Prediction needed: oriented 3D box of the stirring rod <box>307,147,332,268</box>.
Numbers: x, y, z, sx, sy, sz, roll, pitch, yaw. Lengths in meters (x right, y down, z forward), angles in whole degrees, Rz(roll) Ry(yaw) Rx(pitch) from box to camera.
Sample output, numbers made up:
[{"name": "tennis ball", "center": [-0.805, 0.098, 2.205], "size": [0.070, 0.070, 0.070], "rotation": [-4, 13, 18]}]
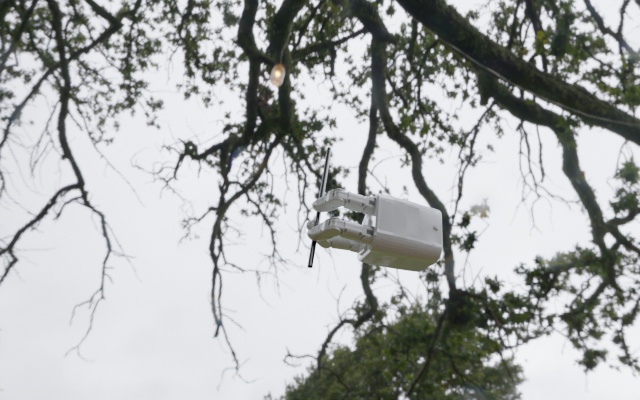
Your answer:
[{"name": "stirring rod", "center": [0.000, 0.003, 0.769], "size": [0.011, 0.239, 0.011], "rotation": [6, -38, 5]}]
